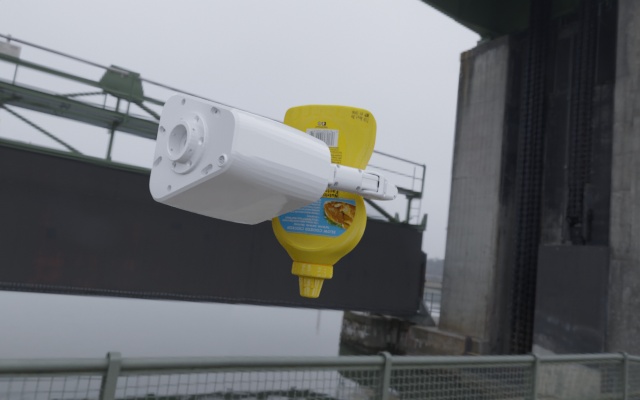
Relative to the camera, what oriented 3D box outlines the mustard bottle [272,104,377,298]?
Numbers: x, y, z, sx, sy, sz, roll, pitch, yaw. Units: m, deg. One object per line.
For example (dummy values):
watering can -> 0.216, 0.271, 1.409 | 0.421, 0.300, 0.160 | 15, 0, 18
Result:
mustard bottle -> 0.000, 0.001, 0.487 | 0.096, 0.191, 0.058 | 5, -8, 14
